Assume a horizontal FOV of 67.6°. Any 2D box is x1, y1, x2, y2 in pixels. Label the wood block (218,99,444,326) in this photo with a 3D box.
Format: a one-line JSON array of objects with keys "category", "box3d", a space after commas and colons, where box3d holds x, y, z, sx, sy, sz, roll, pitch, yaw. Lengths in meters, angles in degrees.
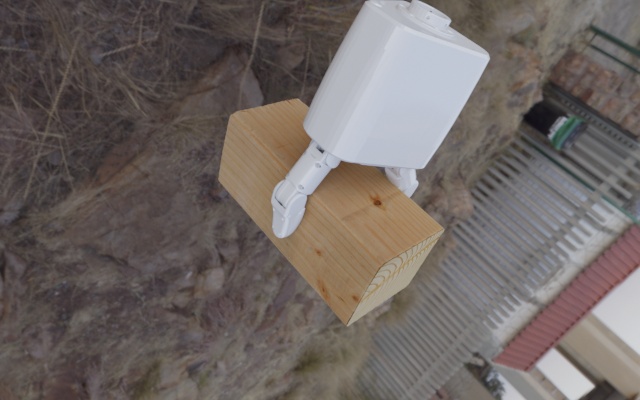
[{"category": "wood block", "box3d": [0.000, 0.001, 0.460, 0.091, 0.090, 0.206, -23, 57, -39]}]
